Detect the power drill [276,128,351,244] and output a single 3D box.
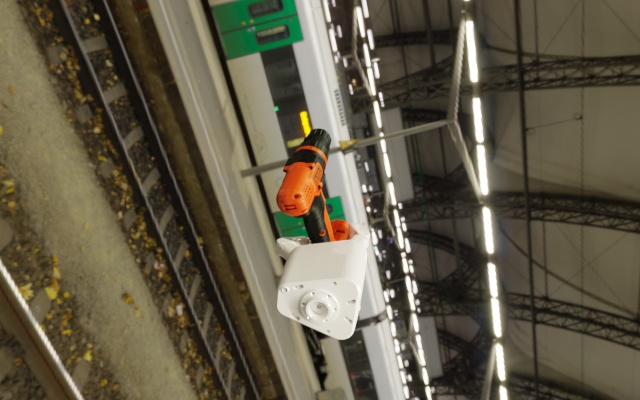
[{"bbox_3d":[0.000,0.003,0.742,0.057,0.188,0.184,-6,38,25],"label":"power drill"}]
